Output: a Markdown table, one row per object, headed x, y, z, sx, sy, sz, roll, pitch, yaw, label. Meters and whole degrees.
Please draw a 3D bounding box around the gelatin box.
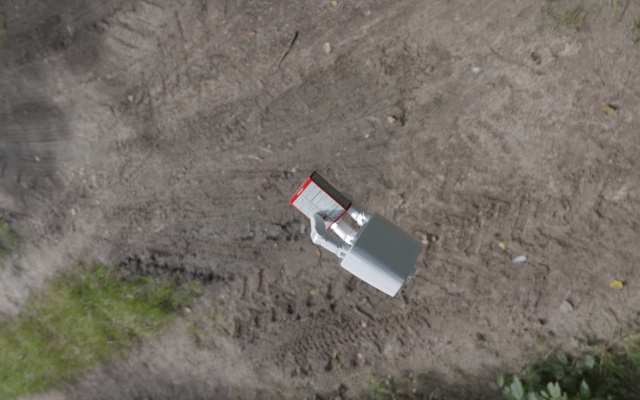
| x | y | z | sx | sy | sz | roll | pitch | yaw | label |
| --- | --- | --- | --- | --- | --- | --- | --- | --- | --- |
| 0.000 | 0.003 | 0.848 | 0.073 | 0.089 | 0.030 | -47 | 4 | 40 | gelatin box |
